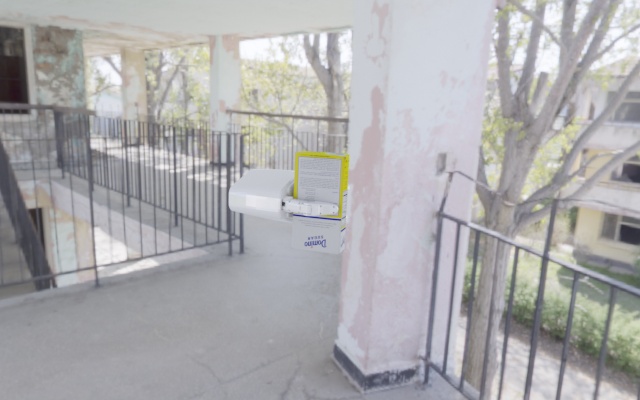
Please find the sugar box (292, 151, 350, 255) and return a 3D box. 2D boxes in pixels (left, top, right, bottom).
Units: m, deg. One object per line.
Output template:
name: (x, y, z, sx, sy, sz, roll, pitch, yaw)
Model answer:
sugar box: (0.000, 0.003, 0.856, 0.093, 0.176, 0.048, 6, 13, 17)
